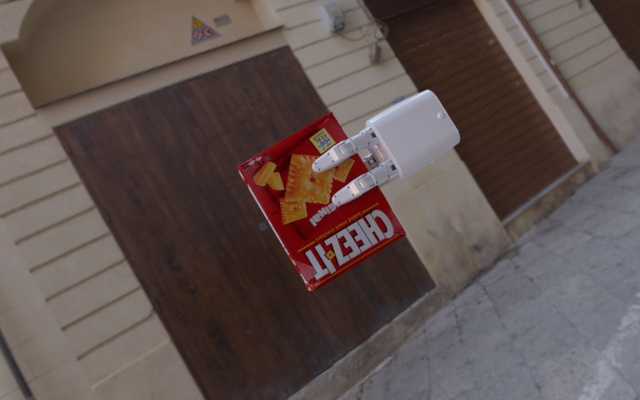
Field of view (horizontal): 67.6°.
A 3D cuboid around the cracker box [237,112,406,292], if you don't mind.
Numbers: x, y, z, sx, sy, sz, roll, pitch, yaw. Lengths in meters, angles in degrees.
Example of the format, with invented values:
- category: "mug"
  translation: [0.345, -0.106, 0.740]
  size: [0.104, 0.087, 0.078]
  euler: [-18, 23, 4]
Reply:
- category: "cracker box"
  translation: [0.000, 0.002, 0.711]
  size: [0.164, 0.213, 0.072]
  euler: [-31, -4, -7]
